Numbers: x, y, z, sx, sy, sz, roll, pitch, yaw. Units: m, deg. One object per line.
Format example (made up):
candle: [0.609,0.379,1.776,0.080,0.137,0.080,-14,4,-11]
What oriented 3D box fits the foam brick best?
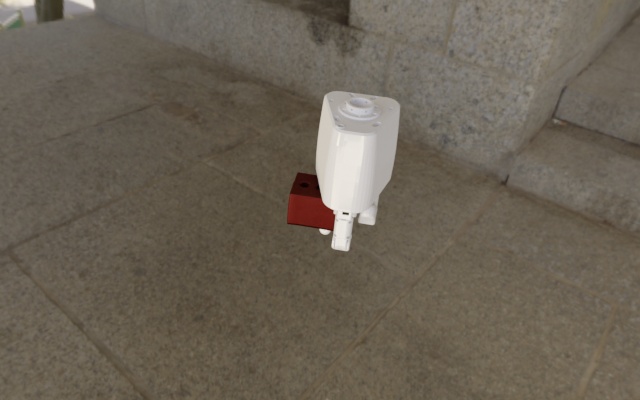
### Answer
foam brick: [0.000,0.002,0.624,0.078,0.051,0.053,9,37,6]
